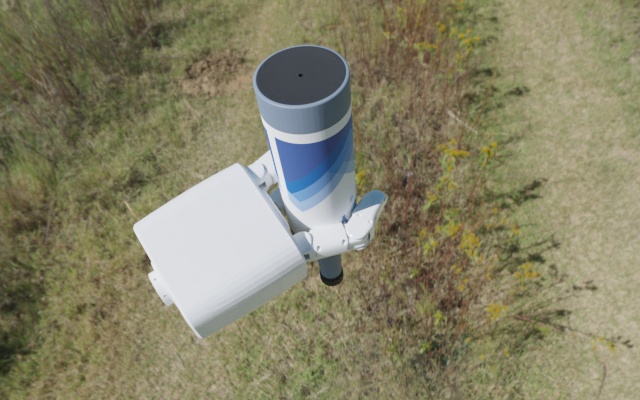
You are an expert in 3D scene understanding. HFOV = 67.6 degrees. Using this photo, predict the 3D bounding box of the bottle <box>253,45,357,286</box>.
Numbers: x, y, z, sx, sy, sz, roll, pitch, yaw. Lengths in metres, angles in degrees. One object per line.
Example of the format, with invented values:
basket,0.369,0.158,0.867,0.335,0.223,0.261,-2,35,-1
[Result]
bottle,0.000,0.001,0.442,0.069,0.069,0.296,0,-36,6
